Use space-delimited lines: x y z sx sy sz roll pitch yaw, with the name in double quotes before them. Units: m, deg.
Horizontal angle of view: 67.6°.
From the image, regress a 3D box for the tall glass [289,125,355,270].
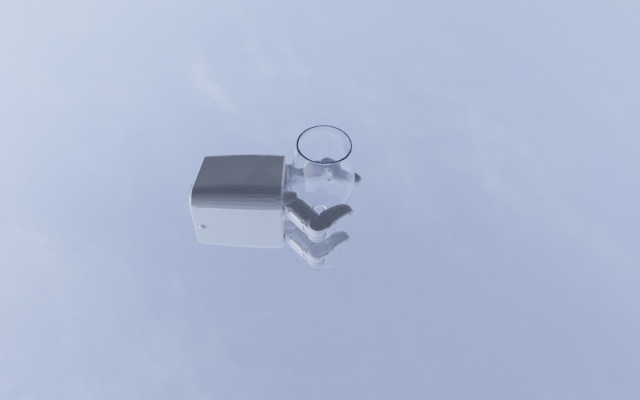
"tall glass" 0.000 0.002 0.597 0.079 0.079 0.201 0 -40 -3
